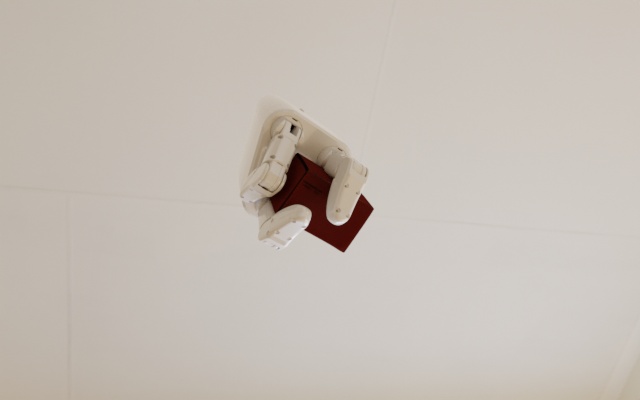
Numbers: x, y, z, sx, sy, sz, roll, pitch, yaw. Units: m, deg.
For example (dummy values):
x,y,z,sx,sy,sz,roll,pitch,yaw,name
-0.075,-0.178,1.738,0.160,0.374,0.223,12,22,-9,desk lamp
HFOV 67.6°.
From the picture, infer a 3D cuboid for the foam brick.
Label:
x,y,z,sx,sy,sz,roll,pitch,yaw,name
0.000,0.002,0.445,0.078,0.053,0.051,31,11,-23,foam brick
